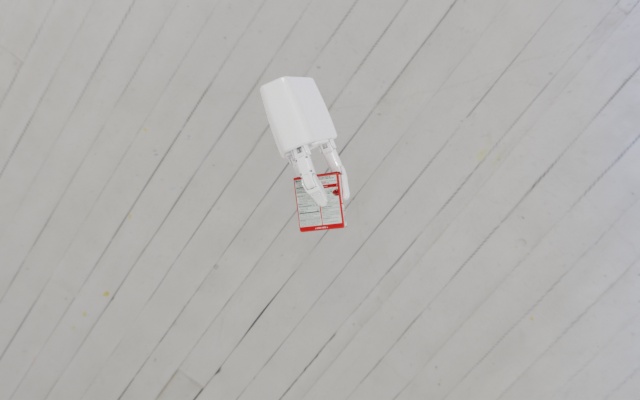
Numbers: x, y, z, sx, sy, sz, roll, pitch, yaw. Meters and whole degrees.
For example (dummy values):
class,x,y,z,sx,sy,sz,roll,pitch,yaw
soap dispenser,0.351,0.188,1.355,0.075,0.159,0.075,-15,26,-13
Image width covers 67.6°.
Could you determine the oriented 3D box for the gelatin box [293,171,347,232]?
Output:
class,x,y,z,sx,sy,sz,roll,pitch,yaw
gelatin box,0.000,0.003,0.757,0.073,0.089,0.030,-7,0,13
